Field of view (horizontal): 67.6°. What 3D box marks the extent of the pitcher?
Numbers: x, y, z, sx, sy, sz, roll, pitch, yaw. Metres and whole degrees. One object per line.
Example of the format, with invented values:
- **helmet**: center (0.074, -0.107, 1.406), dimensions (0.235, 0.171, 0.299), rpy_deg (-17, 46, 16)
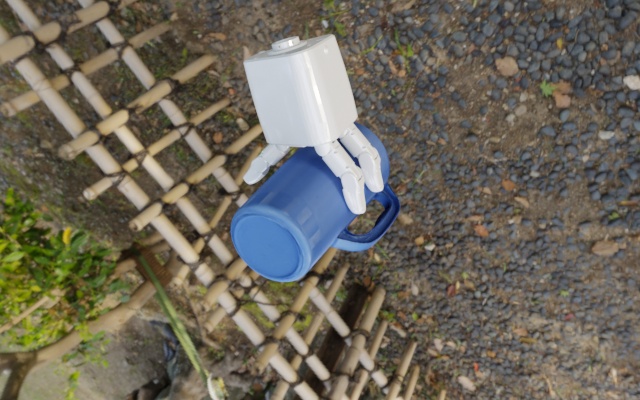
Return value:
- **pitcher**: center (0.000, 0.002, 0.632), dimensions (0.149, 0.145, 0.242), rpy_deg (0, 29, 30)
